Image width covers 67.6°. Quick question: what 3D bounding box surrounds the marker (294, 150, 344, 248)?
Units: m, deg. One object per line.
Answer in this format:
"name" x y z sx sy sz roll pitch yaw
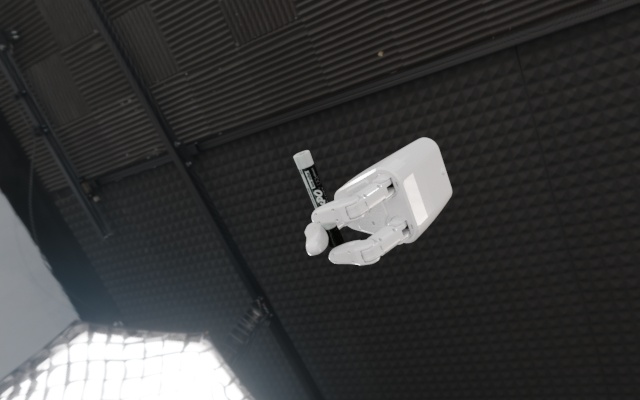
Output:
"marker" 0.000 0.002 0.543 0.020 0.121 0.020 -20 17 6
